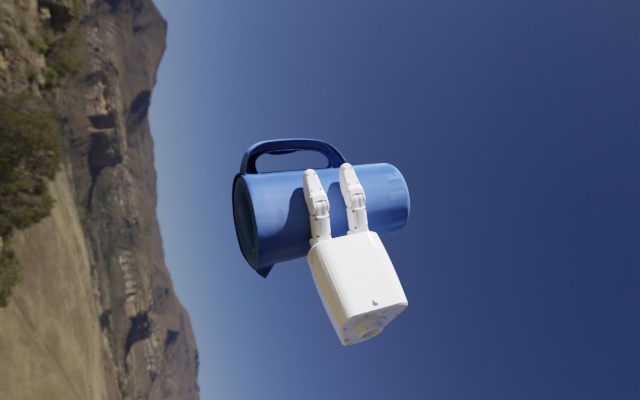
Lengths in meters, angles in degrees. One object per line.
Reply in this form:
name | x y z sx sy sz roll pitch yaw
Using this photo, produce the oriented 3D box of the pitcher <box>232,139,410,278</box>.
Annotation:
pitcher | 0.000 0.002 0.685 0.243 0.145 0.149 -9 -35 -22
